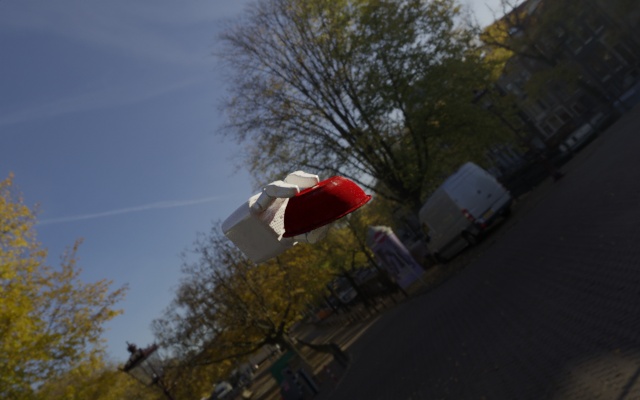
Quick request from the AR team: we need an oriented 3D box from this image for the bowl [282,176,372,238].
[{"bbox_3d":[0.001,0.002,0.781,0.162,0.055,0.162,-24,6,3],"label":"bowl"}]
